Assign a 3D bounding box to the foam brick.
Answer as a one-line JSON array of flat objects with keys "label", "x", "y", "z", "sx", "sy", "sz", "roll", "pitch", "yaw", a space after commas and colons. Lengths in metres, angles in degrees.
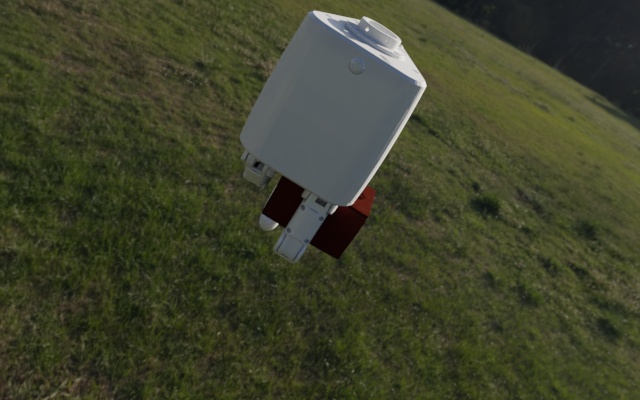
[{"label": "foam brick", "x": 0.000, "y": 0.002, "z": 0.405, "sx": 0.078, "sy": 0.051, "sz": 0.053, "roll": 32, "pitch": 28, "yaw": -3}]
